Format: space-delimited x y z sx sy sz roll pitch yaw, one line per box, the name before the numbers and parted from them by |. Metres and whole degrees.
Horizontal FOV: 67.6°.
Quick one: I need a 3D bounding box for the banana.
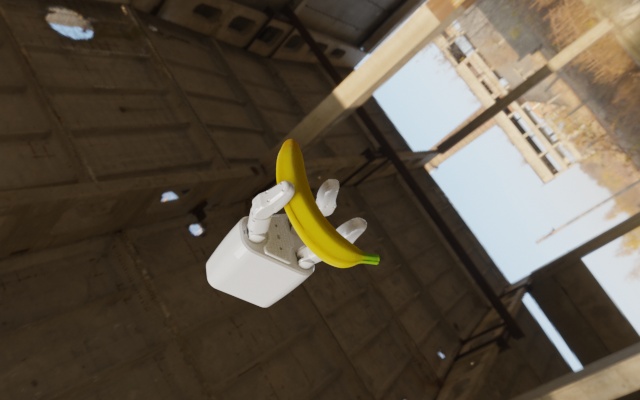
banana | -0.011 0.008 0.577 0.069 0.197 0.037 -17 -24 -44
